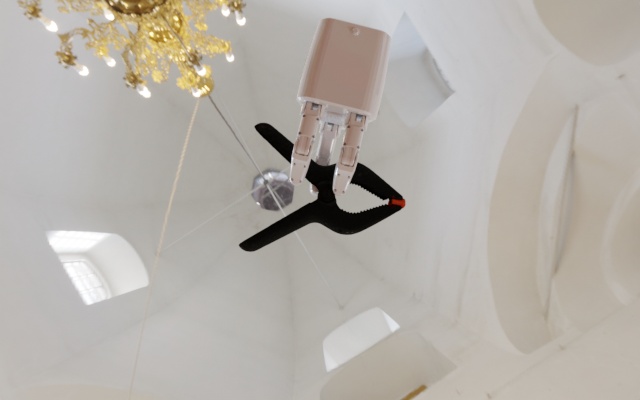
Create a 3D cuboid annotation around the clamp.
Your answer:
[{"bbox_3d":[0.001,0.002,0.609,0.210,0.164,0.036,14,-5,-2],"label":"clamp"}]
